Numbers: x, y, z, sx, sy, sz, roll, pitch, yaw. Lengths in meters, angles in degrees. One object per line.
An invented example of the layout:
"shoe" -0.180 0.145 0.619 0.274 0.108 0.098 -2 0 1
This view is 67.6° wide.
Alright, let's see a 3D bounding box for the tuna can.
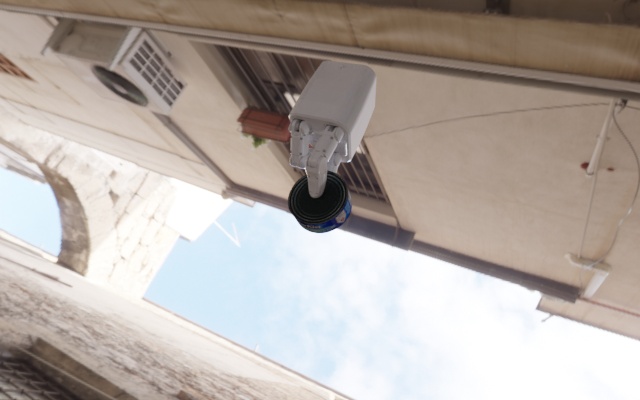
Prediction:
"tuna can" 0.000 0.003 0.665 0.086 0.086 0.034 0 -30 18
